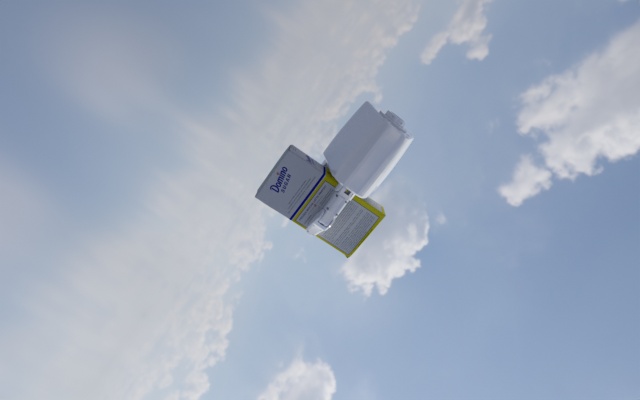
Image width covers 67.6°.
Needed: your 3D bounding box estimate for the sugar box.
[{"bbox_3d":[0.000,0.002,0.723,0.176,0.093,0.048,35,17,-10],"label":"sugar box"}]
